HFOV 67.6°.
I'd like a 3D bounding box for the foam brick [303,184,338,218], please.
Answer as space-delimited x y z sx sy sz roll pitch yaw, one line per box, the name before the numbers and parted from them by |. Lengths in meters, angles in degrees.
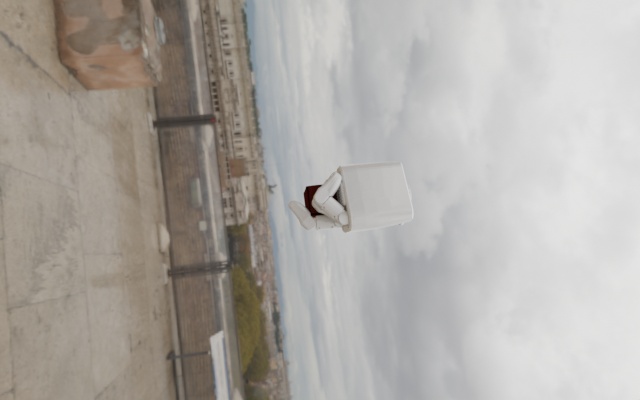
foam brick | 0.000 0.003 0.846 0.051 0.053 0.078 -7 -6 -6
